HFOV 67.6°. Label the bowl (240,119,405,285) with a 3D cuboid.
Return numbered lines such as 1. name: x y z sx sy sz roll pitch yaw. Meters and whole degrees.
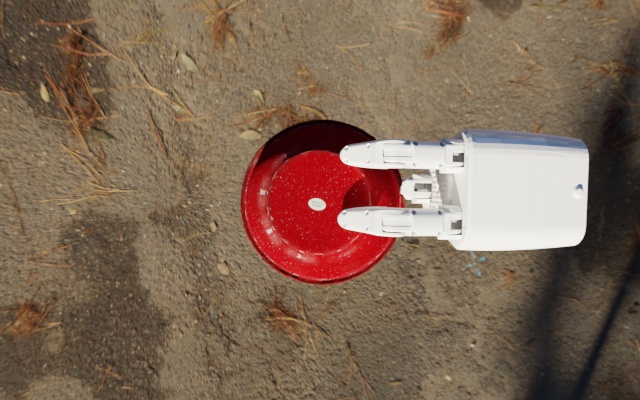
1. bowl: -0.001 0.002 0.441 0.162 0.162 0.055 0 0 3
